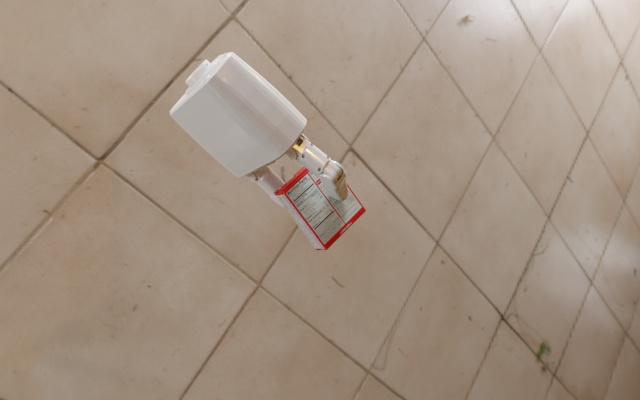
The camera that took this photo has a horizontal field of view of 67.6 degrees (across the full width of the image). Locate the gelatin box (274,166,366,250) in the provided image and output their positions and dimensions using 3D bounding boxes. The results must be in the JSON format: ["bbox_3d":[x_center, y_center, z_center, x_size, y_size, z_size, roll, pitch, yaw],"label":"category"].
[{"bbox_3d":[0.001,0.002,0.559,0.073,0.089,0.030,-44,16,-24],"label":"gelatin box"}]
